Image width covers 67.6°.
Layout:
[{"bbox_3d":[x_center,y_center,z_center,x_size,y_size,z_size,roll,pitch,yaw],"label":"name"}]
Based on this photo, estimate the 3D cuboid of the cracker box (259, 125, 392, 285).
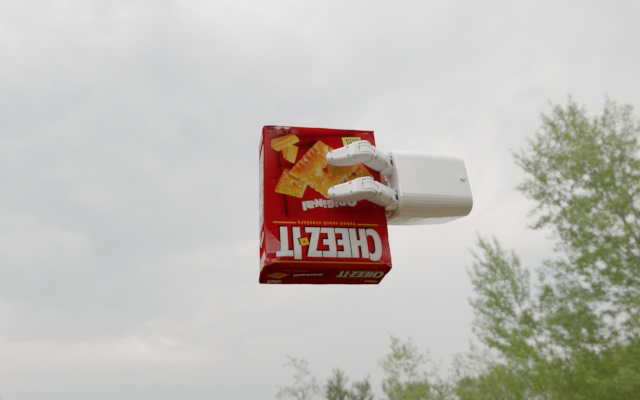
[{"bbox_3d":[0.000,0.002,0.649,0.164,0.213,0.072,2,-29,-11],"label":"cracker box"}]
